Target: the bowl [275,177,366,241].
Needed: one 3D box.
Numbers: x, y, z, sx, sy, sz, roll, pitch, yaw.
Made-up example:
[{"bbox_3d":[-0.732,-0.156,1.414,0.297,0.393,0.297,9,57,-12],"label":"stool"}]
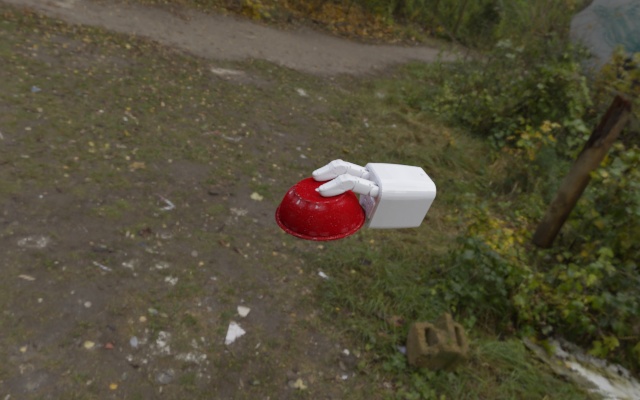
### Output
[{"bbox_3d":[-0.001,0.003,0.832,0.162,0.055,0.162,0,31,0],"label":"bowl"}]
